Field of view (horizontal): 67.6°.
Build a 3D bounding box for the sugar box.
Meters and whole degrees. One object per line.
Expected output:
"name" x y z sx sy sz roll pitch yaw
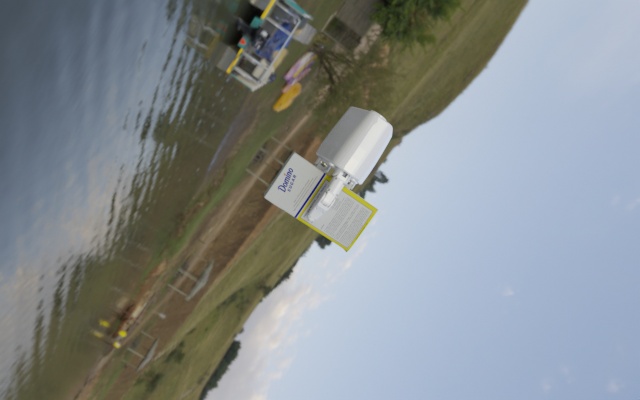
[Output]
"sugar box" 0.000 0.003 0.822 0.176 0.093 0.048 35 3 -9
